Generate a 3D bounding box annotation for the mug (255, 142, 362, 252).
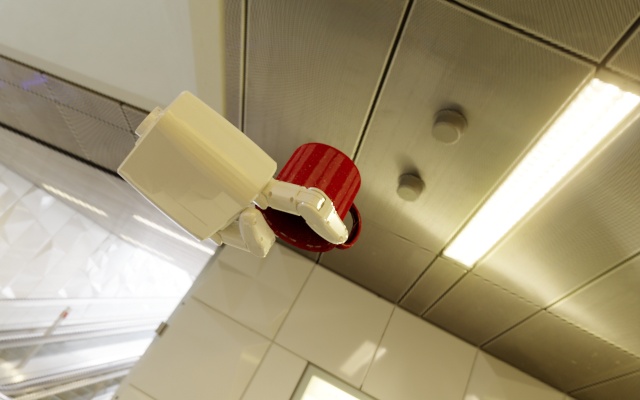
[{"bbox_3d":[0.001,0.002,0.502,0.117,0.081,0.093,41,-33,-18],"label":"mug"}]
